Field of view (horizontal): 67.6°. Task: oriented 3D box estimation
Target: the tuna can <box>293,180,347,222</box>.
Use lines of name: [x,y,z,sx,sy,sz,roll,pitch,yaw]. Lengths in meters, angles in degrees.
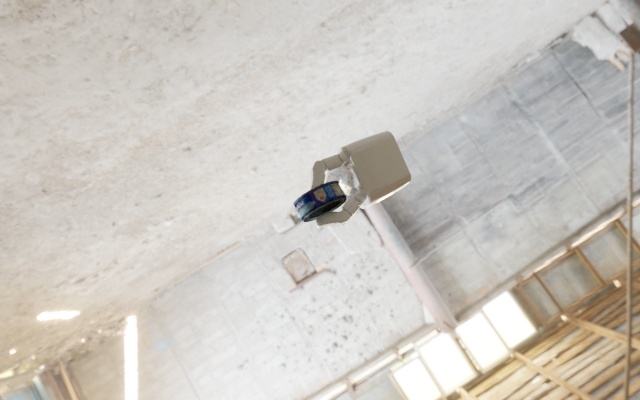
tuna can: [0.000,0.003,0.796,0.086,0.033,0.086,-26,-13,-6]
